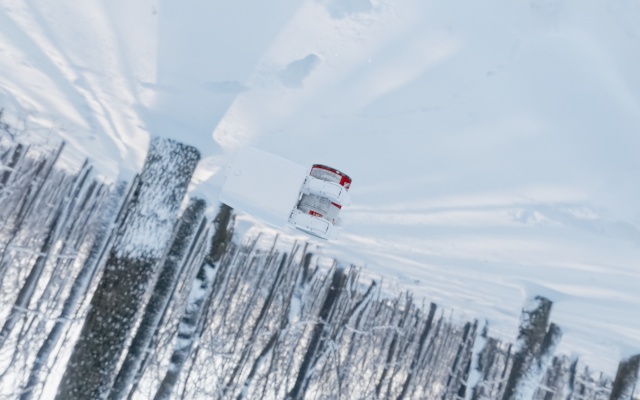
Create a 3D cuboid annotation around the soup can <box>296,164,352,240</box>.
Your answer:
[{"bbox_3d":[0.000,0.003,0.746,0.068,0.102,0.068,21,-10,4],"label":"soup can"}]
